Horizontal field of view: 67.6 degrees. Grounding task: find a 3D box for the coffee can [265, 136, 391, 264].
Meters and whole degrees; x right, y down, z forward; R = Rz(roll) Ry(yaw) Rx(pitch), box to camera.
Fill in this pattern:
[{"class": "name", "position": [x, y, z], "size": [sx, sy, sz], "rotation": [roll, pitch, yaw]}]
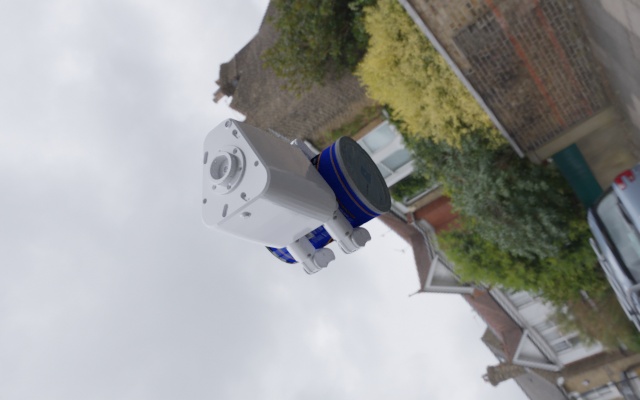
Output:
[{"class": "coffee can", "position": [0.000, 0.002, 0.584], "size": [0.140, 0.102, 0.103], "rotation": [-32, -15, 25]}]
